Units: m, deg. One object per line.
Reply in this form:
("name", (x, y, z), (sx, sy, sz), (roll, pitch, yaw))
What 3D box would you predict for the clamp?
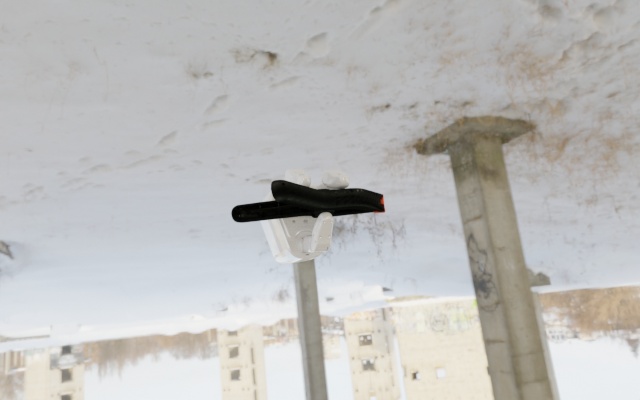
("clamp", (0.001, 0.003, 0.631), (0.210, 0.036, 0.164), (-1, -10, -21))
